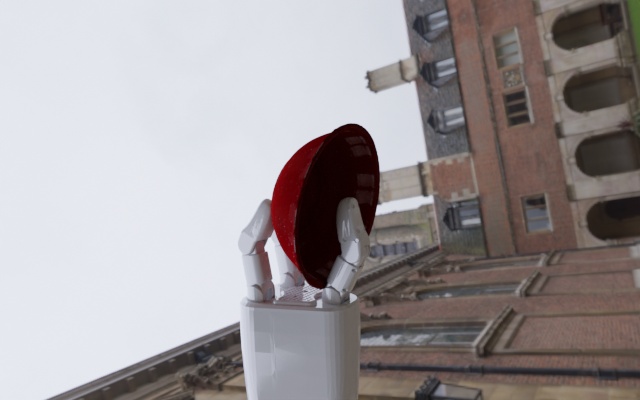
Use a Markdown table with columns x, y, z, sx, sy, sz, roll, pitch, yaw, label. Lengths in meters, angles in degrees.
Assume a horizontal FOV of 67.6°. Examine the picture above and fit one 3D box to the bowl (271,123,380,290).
| x | y | z | sx | sy | sz | roll | pitch | yaw | label |
| --- | --- | --- | --- | --- | --- | --- | --- | --- | --- |
| 0.000 | 0.000 | 0.471 | 0.055 | 0.162 | 0.162 | 14 | 7 | 30 | bowl |
